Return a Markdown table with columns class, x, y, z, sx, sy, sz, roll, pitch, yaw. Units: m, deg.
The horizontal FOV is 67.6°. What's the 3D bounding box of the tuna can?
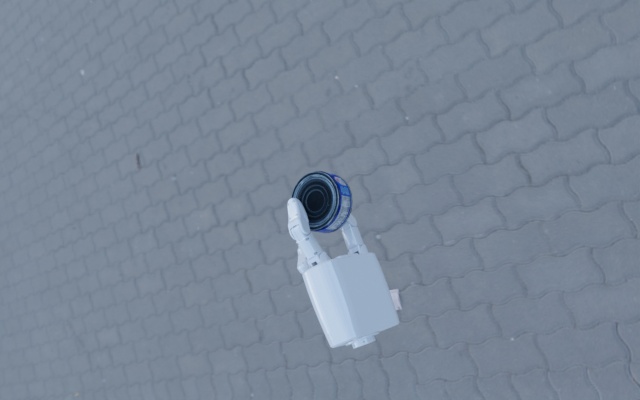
| class | x | y | z | sx | sy | sz | roll | pitch | yaw |
| --- | --- | --- | --- | --- | --- | --- | --- | --- | --- |
| tuna can | 0.000 | 0.002 | 0.670 | 0.086 | 0.086 | 0.034 | 0 | -7 | 36 |
